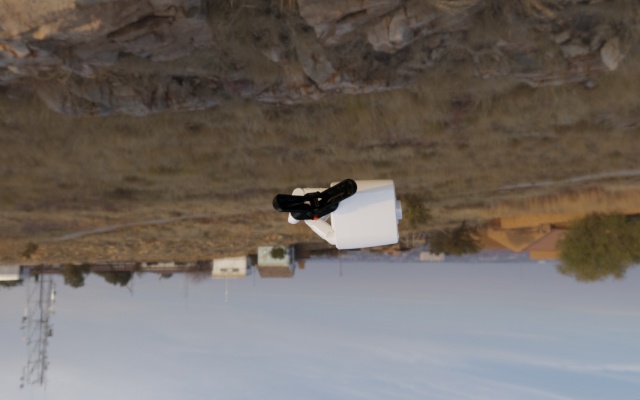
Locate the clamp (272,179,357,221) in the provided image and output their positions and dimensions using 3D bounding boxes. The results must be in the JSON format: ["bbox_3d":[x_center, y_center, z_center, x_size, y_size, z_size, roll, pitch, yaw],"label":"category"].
[{"bbox_3d":[0.000,0.003,0.732,0.120,0.039,0.171,-8,-7,6],"label":"clamp"}]
